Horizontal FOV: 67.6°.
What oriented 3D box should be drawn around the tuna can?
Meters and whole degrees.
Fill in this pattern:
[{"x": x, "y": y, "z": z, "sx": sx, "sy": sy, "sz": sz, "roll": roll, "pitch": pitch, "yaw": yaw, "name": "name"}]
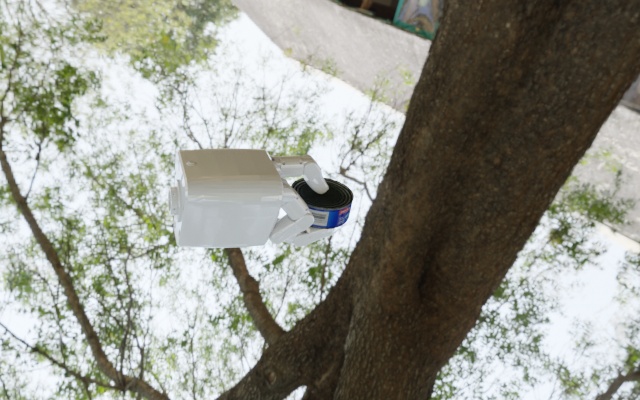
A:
[{"x": 0.000, "y": 0.003, "z": 0.644, "sx": 0.086, "sy": 0.034, "sz": 0.086, "roll": 8, "pitch": 30, "yaw": -4, "name": "tuna can"}]
